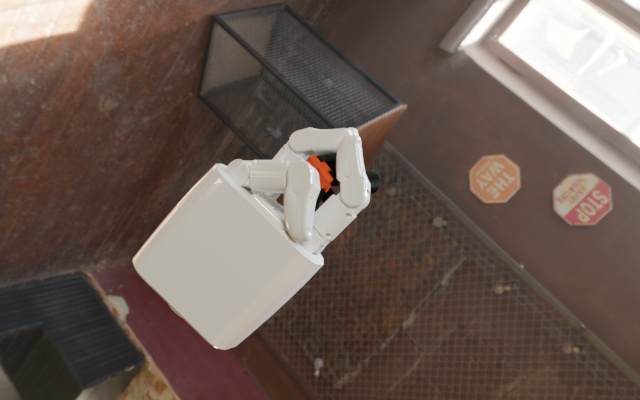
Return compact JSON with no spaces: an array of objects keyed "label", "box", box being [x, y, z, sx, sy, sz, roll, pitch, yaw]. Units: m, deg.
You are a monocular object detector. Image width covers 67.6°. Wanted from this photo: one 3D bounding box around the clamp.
[{"label":"clamp","box":[0.001,0.002,0.465,0.039,0.120,0.171,46,5,17]}]
